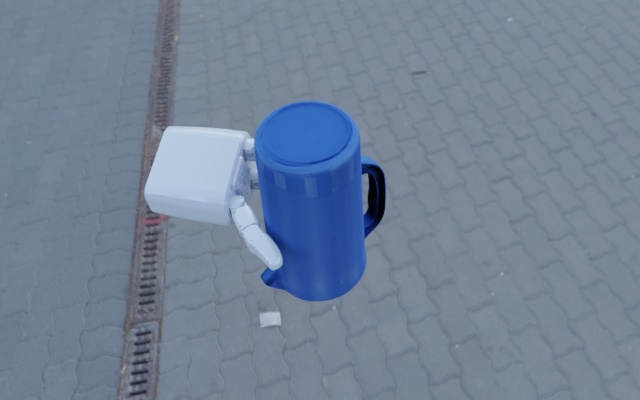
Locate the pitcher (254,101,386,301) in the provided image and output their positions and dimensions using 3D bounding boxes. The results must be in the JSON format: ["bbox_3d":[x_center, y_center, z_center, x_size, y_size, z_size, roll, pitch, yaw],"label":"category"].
[{"bbox_3d":[0.000,0.002,0.571,0.145,0.149,0.243,10,-38,10],"label":"pitcher"}]
